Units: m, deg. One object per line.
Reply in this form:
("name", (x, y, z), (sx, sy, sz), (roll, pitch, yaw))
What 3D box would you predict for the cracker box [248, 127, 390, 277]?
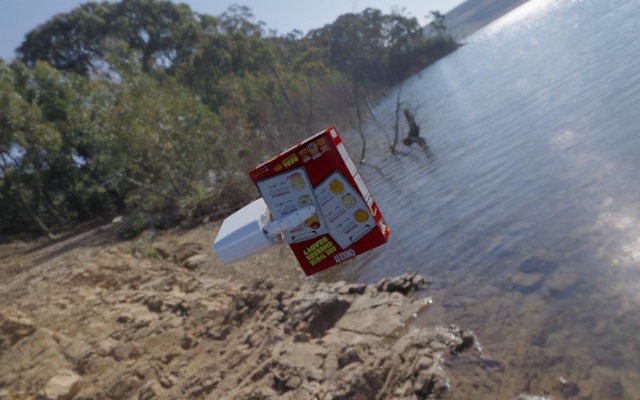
("cracker box", (0.000, 0.003, 0.836), (0.164, 0.214, 0.072), (-26, 9, 21))
